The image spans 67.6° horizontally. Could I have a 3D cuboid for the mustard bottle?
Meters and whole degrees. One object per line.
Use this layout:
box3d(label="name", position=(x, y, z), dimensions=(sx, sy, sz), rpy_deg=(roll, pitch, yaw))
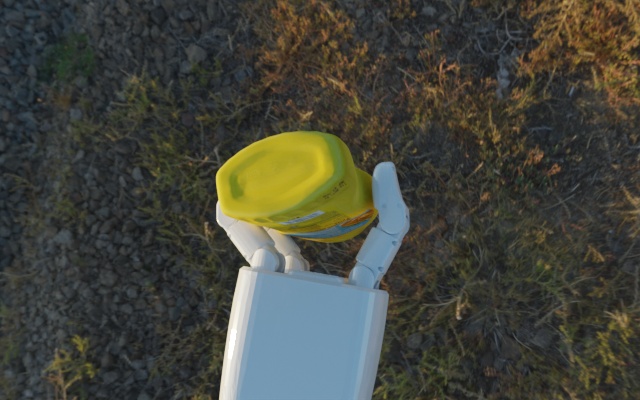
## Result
box3d(label="mustard bottle", position=(0.000, 0.001, 0.406), dimensions=(0.096, 0.058, 0.192), rpy_deg=(-18, -17, 15))
